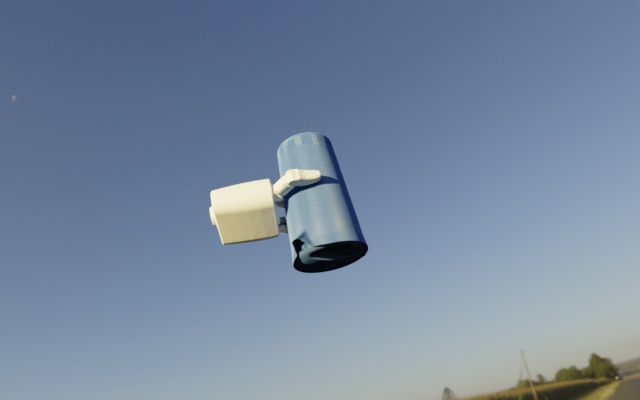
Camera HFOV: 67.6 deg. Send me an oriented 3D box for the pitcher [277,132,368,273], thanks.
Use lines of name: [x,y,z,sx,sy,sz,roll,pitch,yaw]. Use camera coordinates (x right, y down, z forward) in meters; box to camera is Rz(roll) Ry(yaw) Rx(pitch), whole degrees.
pitcher: [0.000,0.003,0.877,0.145,0.242,0.149,-10,-28,-6]
